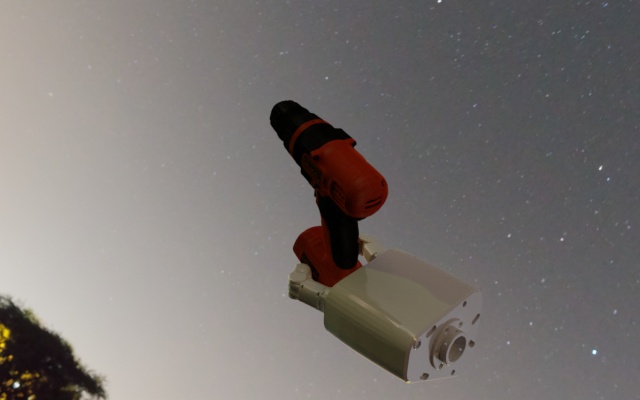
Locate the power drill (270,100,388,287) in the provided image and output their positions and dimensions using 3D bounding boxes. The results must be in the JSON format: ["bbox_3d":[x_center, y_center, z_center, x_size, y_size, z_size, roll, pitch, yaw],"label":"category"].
[{"bbox_3d":[0.000,0.002,0.519,0.057,0.188,0.184,-21,45,-20],"label":"power drill"}]
